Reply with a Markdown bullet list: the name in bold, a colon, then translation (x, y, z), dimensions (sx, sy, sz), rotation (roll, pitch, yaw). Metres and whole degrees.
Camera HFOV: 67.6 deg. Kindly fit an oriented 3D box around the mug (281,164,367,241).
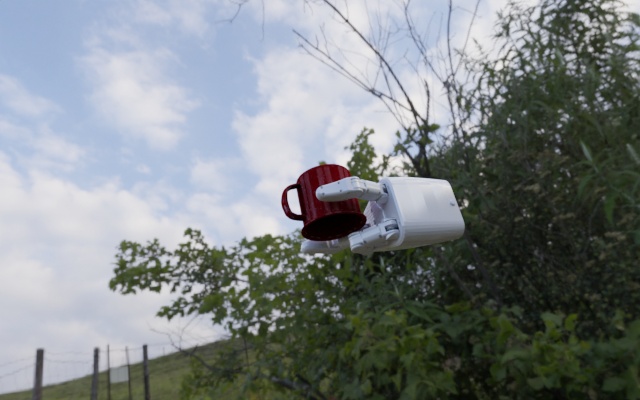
- **mug**: translation (-0.001, 0.002, 0.669), dimensions (0.117, 0.081, 0.093), rotation (-1, -28, -23)
